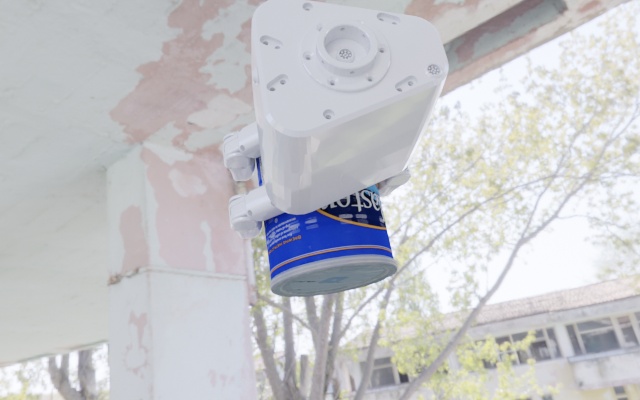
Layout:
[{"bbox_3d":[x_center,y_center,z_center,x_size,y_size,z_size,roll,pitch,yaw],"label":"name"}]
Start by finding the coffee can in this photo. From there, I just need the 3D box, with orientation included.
[{"bbox_3d":[0.000,0.002,0.407,0.103,0.140,0.103,-9,-21,-3],"label":"coffee can"}]
